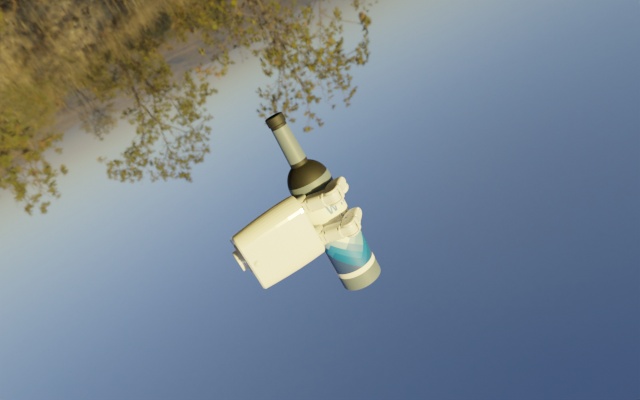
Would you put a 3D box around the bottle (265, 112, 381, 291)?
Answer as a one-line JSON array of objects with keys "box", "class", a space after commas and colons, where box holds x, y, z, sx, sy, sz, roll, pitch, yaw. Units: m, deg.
[{"box": [0.000, 0.003, 0.723, 0.069, 0.296, 0.069, -25, 20, 10], "class": "bottle"}]
